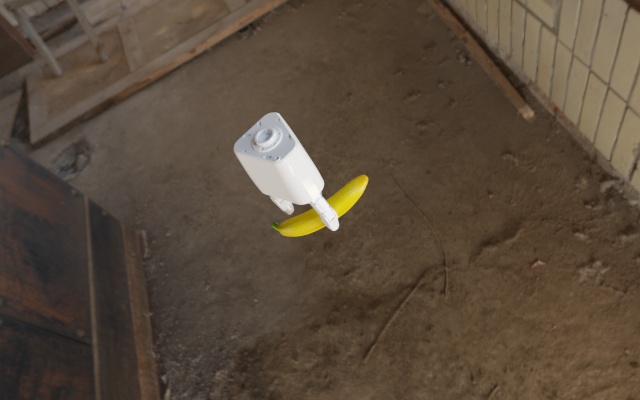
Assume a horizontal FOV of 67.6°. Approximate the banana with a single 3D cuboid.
[{"bbox_3d":[0.002,0.016,0.849,0.198,0.069,0.037,-27,-47,6],"label":"banana"}]
